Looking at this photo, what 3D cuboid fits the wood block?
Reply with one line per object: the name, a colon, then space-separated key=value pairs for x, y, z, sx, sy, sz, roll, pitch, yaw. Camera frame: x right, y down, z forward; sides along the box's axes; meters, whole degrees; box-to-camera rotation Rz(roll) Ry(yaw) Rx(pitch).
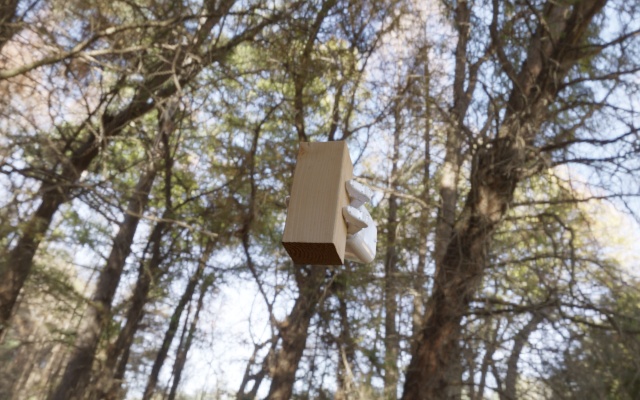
wood block: x=0.000 y=0.003 z=0.851 sx=0.091 sy=0.206 sz=0.090 roll=-1 pitch=-32 yaw=15
